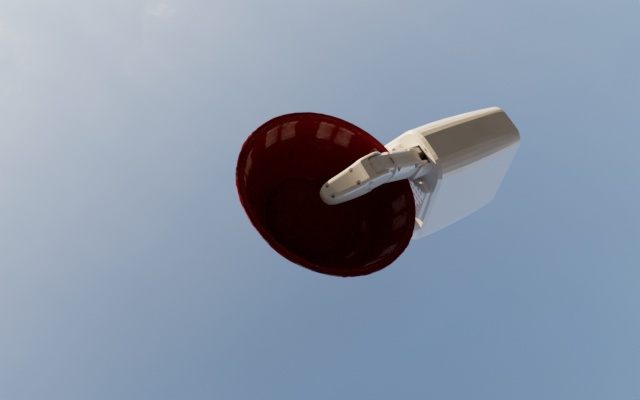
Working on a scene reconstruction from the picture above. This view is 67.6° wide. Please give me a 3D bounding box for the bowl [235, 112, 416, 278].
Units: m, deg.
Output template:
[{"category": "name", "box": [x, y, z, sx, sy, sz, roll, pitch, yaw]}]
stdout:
[{"category": "bowl", "box": [-0.001, 0.002, 0.421, 0.162, 0.162, 0.055, 0, -30, -24]}]
